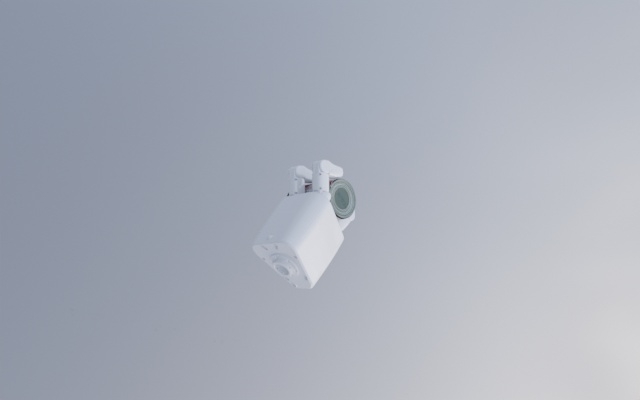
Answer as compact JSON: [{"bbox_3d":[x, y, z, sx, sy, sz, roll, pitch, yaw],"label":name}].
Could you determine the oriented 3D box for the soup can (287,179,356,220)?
[{"bbox_3d":[0.001,0.002,0.801,0.102,0.068,0.068,-9,-7,43],"label":"soup can"}]
